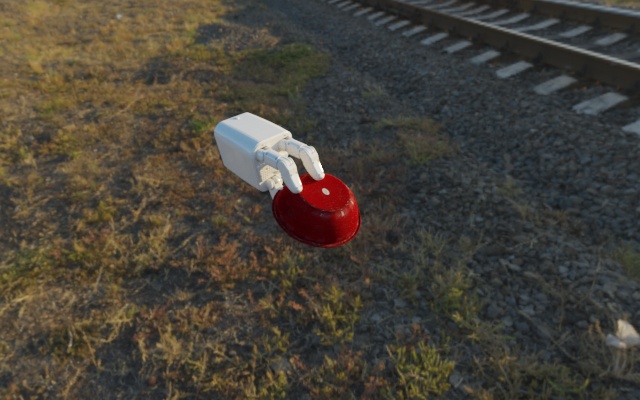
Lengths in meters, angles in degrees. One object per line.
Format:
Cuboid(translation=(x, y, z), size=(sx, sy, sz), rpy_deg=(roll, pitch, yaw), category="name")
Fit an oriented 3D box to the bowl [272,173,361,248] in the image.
Cuboid(translation=(0.001, 0.003, 0.824), size=(0.162, 0.162, 0.055), rpy_deg=(0, -43, -20), category="bowl")
